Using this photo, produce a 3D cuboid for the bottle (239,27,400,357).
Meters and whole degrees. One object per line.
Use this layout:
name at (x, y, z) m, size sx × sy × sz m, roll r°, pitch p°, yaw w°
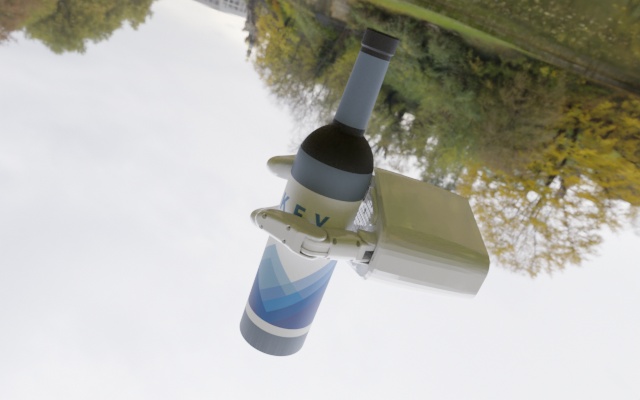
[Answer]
bottle at (0.000, 0.002, 0.416) m, size 0.069 × 0.296 × 0.069 m, roll 18°, pitch 21°, yaw -7°
